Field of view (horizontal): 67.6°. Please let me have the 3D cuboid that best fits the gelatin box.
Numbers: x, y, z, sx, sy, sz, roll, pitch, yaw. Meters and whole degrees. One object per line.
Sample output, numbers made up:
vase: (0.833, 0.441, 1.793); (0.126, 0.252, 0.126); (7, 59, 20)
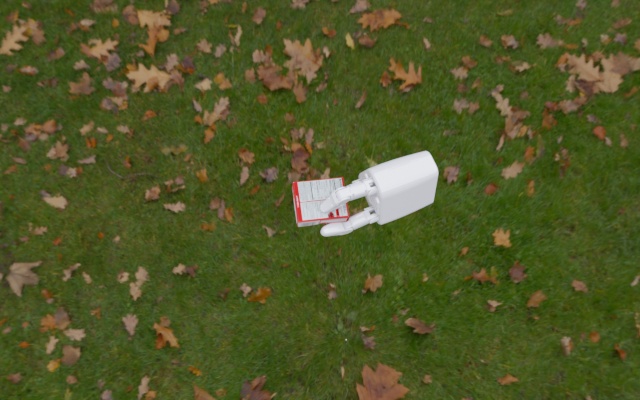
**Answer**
gelatin box: (0.000, 0.003, 0.807); (0.089, 0.073, 0.030); (-6, -19, -8)
